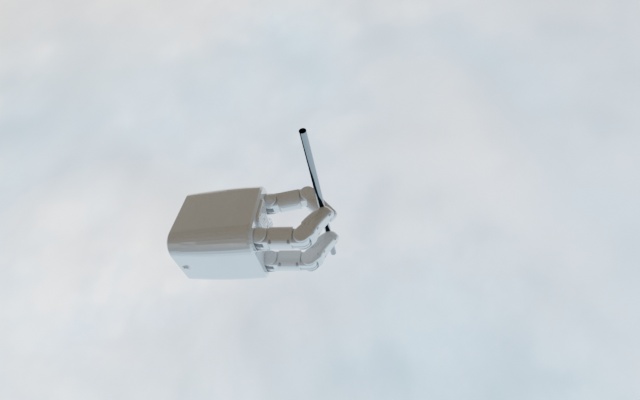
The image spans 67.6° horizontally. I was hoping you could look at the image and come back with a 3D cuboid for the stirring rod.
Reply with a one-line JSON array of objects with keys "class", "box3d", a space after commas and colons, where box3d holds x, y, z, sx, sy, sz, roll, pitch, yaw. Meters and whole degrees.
[{"class": "stirring rod", "box3d": [0.000, 0.002, 0.565, 0.011, 0.011, 0.240, 0, -36, 10]}]
